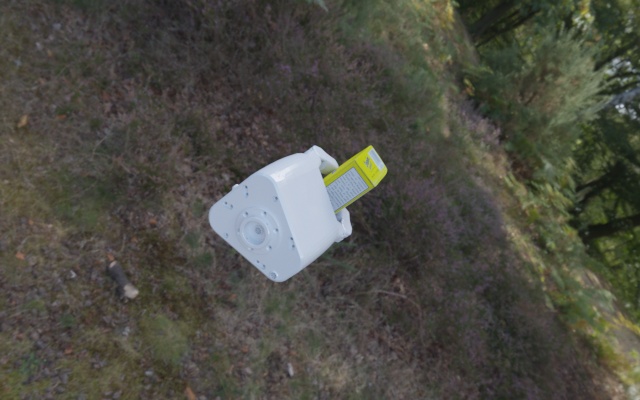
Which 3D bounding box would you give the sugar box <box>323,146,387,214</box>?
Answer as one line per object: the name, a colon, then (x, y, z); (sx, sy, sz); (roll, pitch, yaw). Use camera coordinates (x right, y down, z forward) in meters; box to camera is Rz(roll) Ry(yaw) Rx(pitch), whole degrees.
sugar box: (0.000, 0.002, 0.621); (0.176, 0.048, 0.093); (-33, 4, 24)
